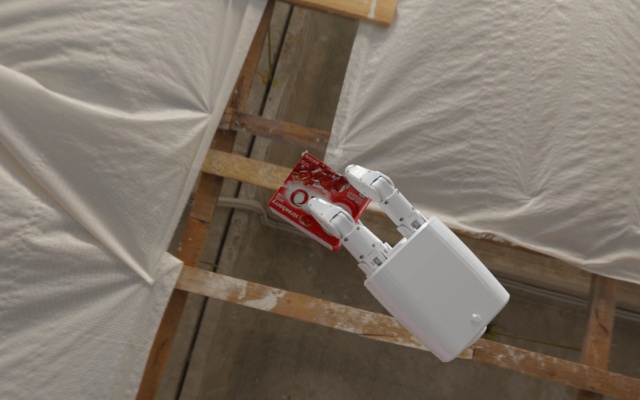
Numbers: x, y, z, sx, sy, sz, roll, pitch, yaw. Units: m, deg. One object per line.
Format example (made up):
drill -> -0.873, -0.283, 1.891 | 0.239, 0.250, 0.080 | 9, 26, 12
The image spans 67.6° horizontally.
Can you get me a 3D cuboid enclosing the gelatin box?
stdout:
gelatin box -> 0.000, 0.002, 0.518 | 0.089, 0.073, 0.030 | 32, -13, 11
